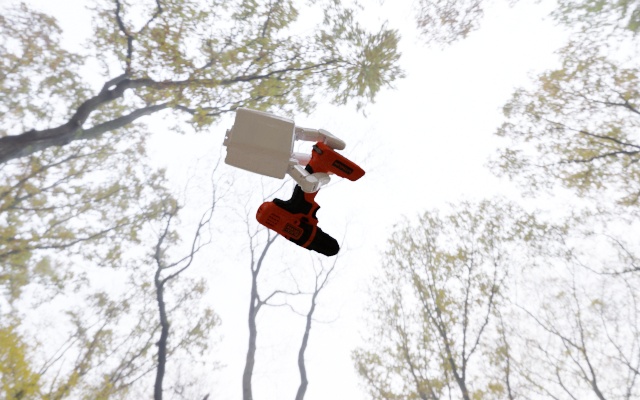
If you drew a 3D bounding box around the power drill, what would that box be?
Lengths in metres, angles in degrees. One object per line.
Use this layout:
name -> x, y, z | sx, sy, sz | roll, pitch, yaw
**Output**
power drill -> 0.000, 0.002, 0.874 | 0.184, 0.187, 0.057 | 29, 9, -29
